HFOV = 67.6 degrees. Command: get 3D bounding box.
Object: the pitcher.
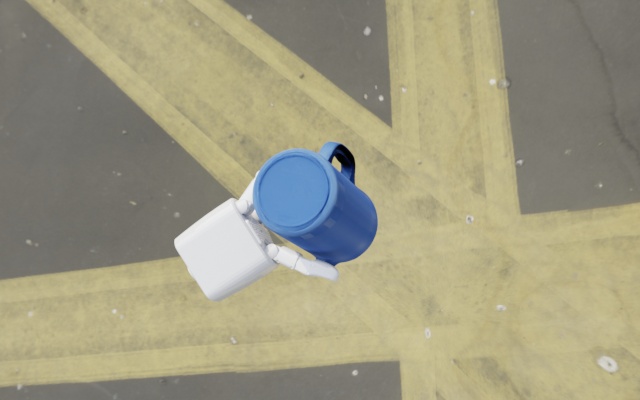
[{"bbox_3d":[0.000,0.002,0.673,0.145,0.149,0.243,-31,-18,7],"label":"pitcher"}]
